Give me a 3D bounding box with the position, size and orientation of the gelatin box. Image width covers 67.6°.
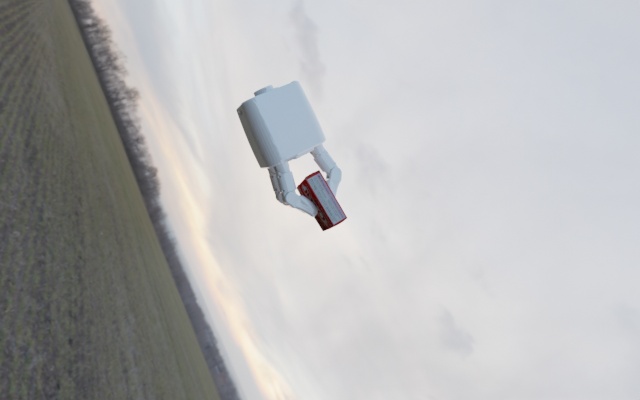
[{"bbox_3d":[0.001,0.003,0.762,0.030,0.089,0.073,-31,-1,-16],"label":"gelatin box"}]
